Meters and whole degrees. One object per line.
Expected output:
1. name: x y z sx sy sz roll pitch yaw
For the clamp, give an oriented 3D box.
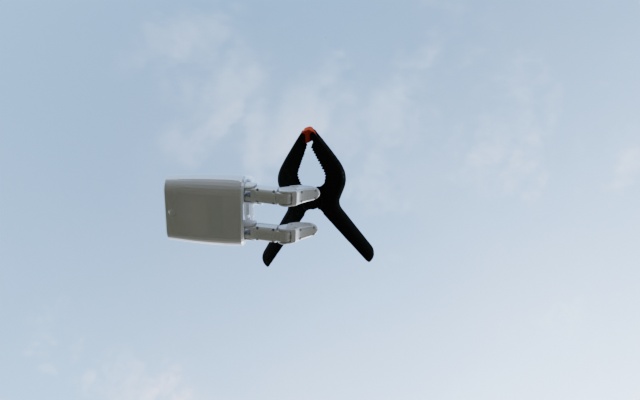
1. clamp: 0.000 0.001 0.679 0.164 0.210 0.036 3 19 0
